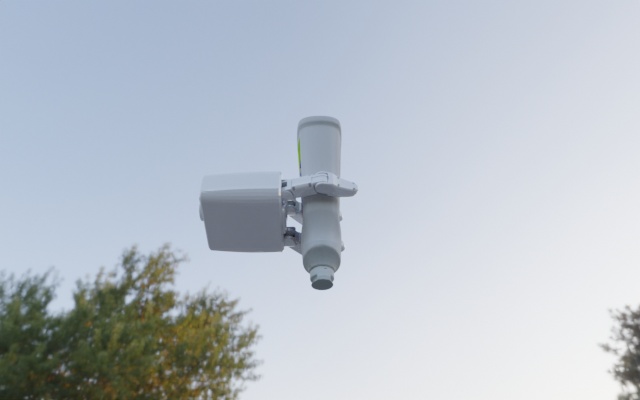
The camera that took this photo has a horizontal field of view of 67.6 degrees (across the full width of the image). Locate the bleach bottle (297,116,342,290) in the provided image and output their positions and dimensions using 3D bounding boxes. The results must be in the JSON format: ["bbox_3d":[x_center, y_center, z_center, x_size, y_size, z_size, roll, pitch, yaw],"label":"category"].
[{"bbox_3d":[0.000,0.002,0.666,0.068,0.250,0.103,-1,-38,0],"label":"bleach bottle"}]
